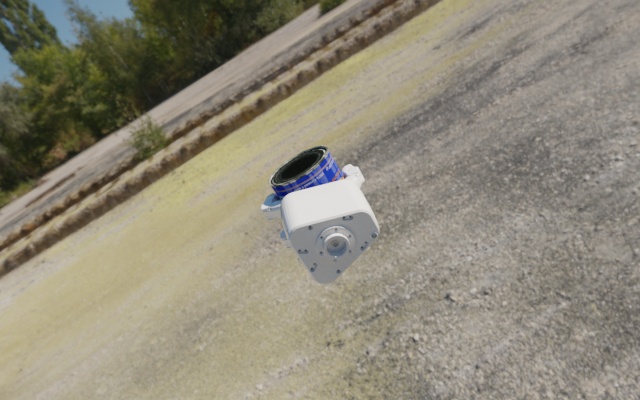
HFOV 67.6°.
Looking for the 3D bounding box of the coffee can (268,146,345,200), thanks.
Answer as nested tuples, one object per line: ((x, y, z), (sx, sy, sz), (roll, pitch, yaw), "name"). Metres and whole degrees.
((0.000, 0.002, 0.731), (0.103, 0.140, 0.102), (-27, 23, 12), "coffee can")
